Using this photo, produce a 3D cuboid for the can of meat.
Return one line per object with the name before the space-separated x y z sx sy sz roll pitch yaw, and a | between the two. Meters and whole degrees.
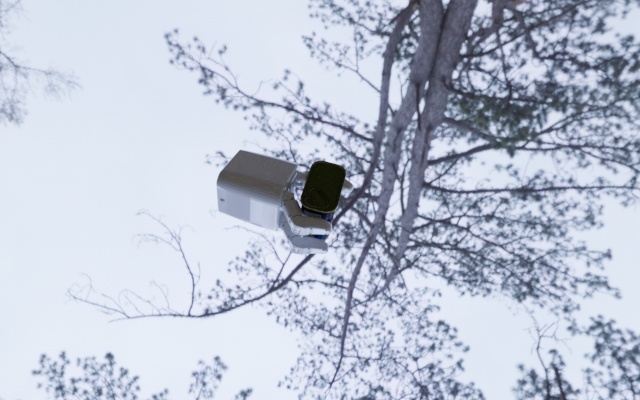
can of meat | 0.000 0.003 0.760 0.057 0.102 0.084 14 -40 3
